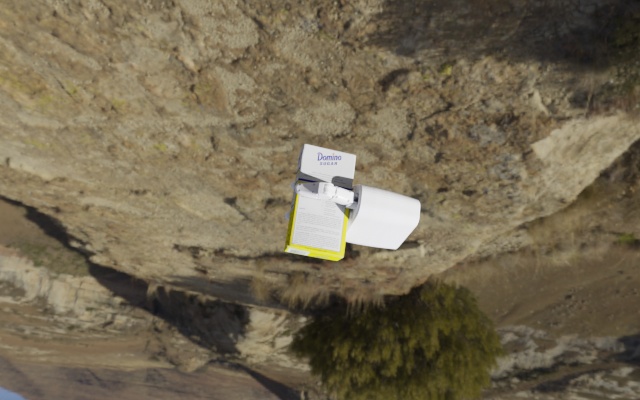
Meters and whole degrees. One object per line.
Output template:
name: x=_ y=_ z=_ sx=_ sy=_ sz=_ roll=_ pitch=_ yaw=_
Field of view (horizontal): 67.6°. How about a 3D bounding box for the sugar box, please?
sugar box: x=0.000 y=0.003 z=0.782 sx=0.093 sy=0.176 sz=0.048 roll=12 pitch=-20 yaw=-10
